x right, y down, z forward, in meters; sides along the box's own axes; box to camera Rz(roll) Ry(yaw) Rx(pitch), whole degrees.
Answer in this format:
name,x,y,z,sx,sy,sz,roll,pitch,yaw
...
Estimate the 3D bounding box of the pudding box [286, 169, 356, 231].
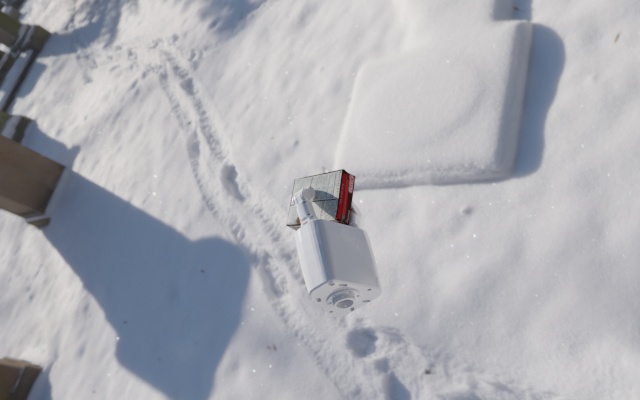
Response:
name,x,y,z,sx,sy,sz,roll,pitch,yaw
pudding box,0.000,0.003,0.785,0.113,0.090,0.039,-8,-26,39
